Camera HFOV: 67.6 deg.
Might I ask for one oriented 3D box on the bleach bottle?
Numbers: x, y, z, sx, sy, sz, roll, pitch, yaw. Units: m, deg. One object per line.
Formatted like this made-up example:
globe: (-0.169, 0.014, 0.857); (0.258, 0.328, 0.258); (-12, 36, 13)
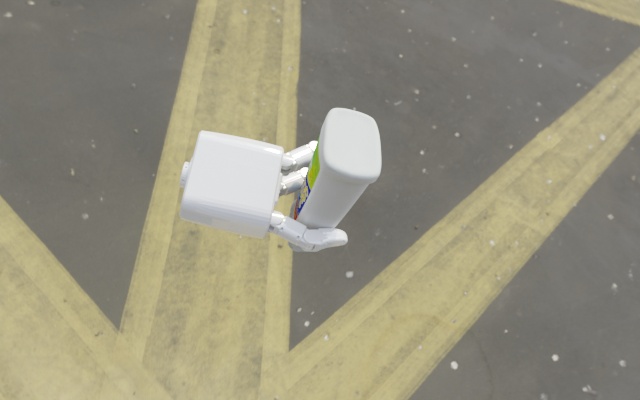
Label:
bleach bottle: (0.000, 0.002, 0.617); (0.068, 0.102, 0.251); (12, -37, -12)
